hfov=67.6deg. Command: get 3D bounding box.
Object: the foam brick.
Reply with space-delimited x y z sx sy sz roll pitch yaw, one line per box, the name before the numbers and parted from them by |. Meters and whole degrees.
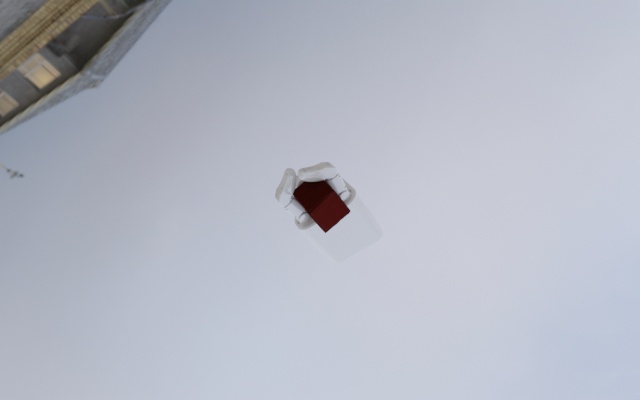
foam brick | 0.000 0.003 0.735 0.053 0.051 0.078 -40 33 -1
